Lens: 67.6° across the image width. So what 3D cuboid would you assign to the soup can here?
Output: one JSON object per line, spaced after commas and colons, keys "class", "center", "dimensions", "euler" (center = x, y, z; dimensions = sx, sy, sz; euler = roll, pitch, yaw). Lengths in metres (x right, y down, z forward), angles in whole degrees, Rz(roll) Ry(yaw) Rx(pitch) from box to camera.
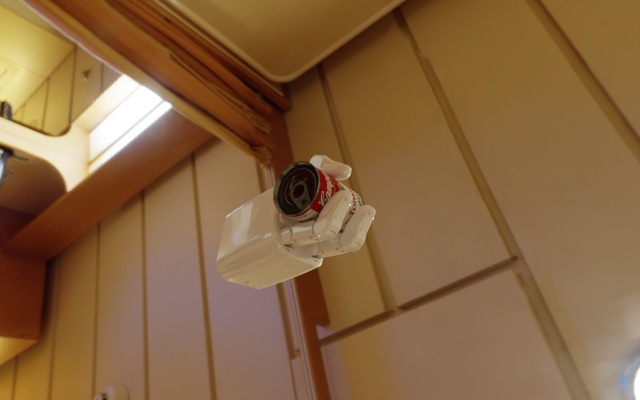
{"class": "soup can", "center": [0.001, 0.002, 0.589], "dimensions": [0.068, 0.068, 0.102], "euler": [0, -19, 38]}
